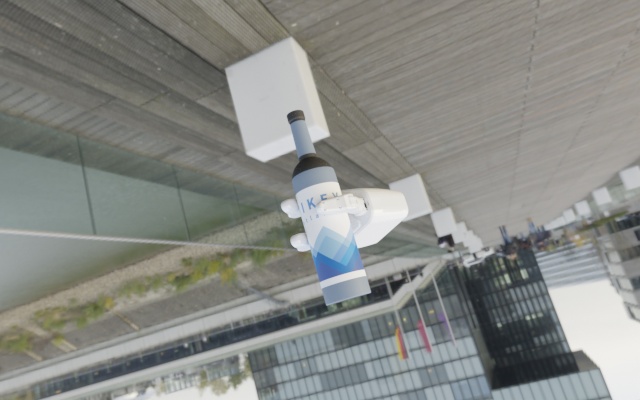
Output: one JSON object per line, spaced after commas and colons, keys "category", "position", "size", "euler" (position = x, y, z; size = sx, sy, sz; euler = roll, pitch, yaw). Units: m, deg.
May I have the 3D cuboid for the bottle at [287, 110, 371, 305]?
{"category": "bottle", "position": [0.000, 0.003, 0.710], "size": [0.069, 0.295, 0.069], "euler": [-15, -13, -4]}
